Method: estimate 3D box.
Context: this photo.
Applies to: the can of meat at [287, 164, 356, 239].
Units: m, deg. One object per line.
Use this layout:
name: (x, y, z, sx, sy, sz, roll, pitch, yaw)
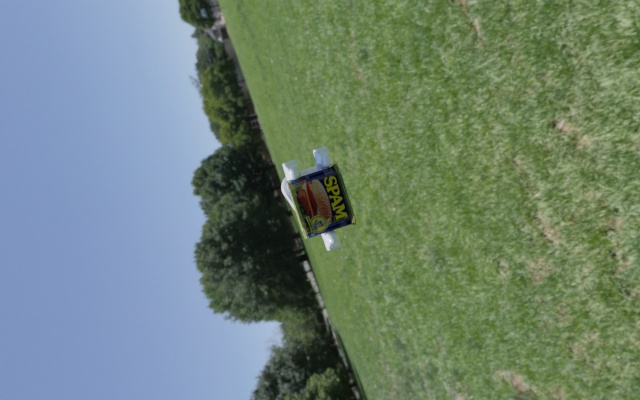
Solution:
can of meat: (0.000, 0.003, 0.758, 0.084, 0.102, 0.057, -18, 4, -5)
